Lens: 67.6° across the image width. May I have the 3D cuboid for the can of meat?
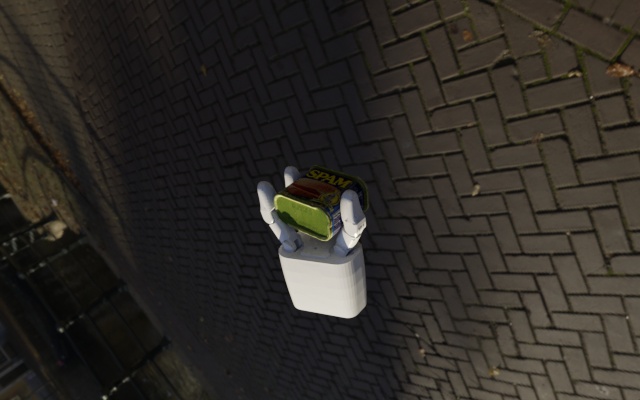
[{"bbox_3d":[0.000,0.002,0.644,0.102,0.057,0.084,19,41,35],"label":"can of meat"}]
